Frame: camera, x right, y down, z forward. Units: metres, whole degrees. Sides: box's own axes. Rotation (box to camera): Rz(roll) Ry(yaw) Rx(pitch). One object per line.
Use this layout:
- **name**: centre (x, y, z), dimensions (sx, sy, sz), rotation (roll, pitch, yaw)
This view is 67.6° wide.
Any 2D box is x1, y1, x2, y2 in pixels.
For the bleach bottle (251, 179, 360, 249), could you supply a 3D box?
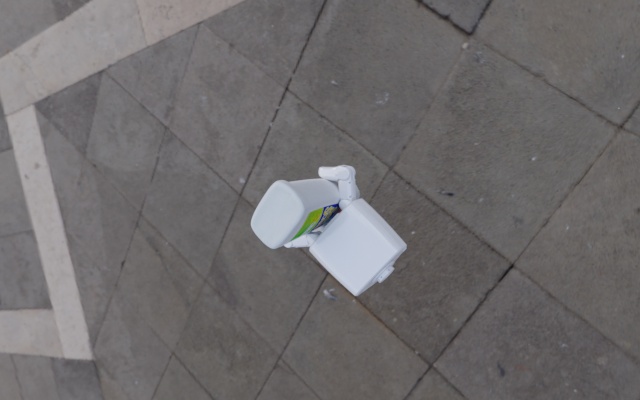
- **bleach bottle**: centre (0.000, 0.003, 0.772), dimensions (0.068, 0.103, 0.251), rotation (46, 29, 16)
